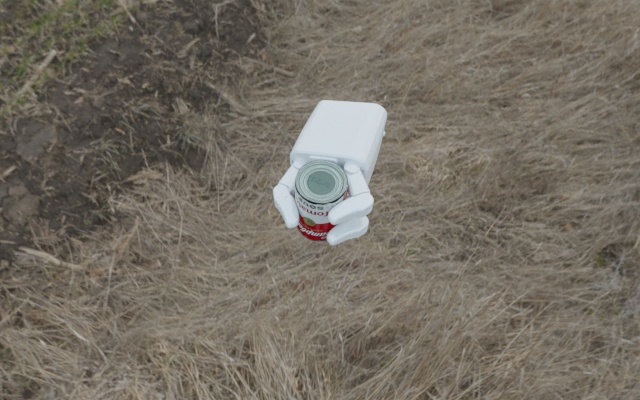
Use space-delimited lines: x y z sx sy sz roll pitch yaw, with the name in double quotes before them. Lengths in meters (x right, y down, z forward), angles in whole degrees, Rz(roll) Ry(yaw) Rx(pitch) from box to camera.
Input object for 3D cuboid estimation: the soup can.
"soup can" 0.000 0.002 0.630 0.068 0.068 0.102 0 -31 -2
